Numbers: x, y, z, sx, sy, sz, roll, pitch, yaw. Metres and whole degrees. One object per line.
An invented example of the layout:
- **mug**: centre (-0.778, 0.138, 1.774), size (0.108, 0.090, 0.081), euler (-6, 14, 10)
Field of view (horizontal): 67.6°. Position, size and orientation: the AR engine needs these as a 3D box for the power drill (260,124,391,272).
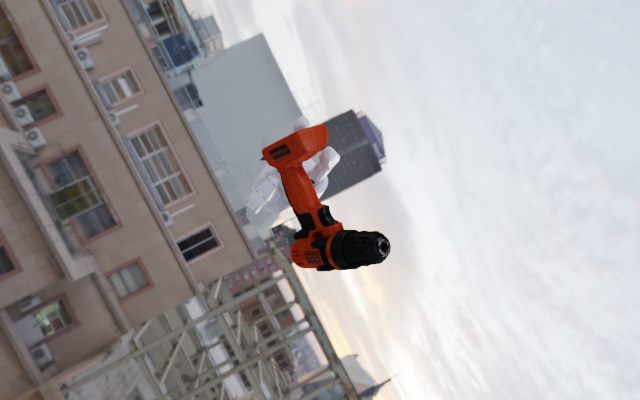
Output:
- **power drill**: centre (0.000, 0.002, 0.618), size (0.057, 0.187, 0.184), euler (-20, 4, -37)
